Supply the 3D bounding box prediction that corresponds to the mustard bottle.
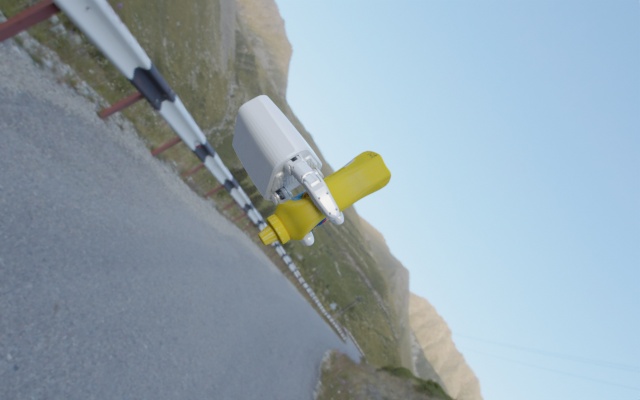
[{"bbox_3d":[0.001,0.002,0.654,0.191,0.058,0.096,-32,6,-13],"label":"mustard bottle"}]
